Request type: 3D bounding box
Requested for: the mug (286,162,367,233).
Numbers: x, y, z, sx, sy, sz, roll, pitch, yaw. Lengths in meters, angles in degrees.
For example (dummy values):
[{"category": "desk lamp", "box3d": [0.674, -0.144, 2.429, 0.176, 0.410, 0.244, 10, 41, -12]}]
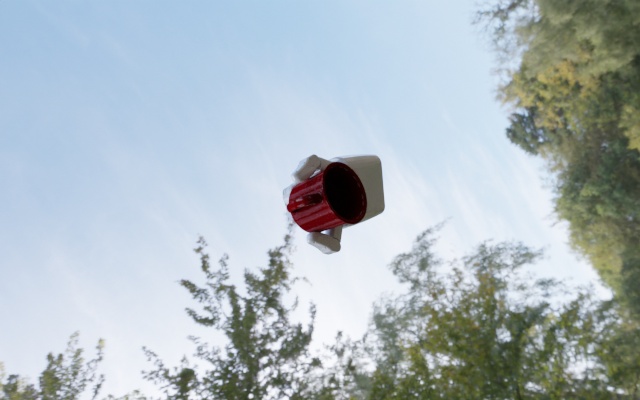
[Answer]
[{"category": "mug", "box3d": [-0.001, 0.003, 0.689, 0.081, 0.093, 0.117, -23, -7, 40]}]
